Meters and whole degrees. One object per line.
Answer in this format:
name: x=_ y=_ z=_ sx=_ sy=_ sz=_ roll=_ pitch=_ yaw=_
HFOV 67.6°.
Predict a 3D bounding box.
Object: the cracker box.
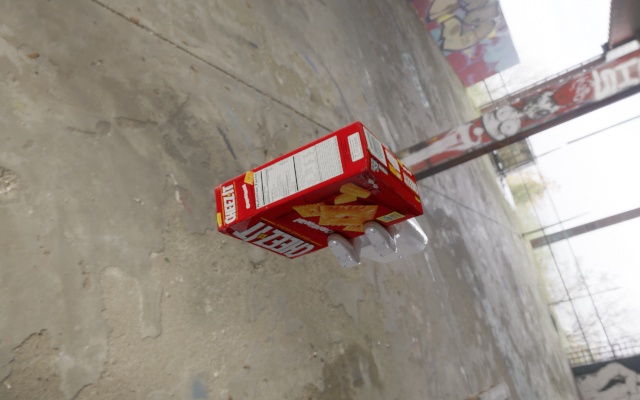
cracker box: x=0.000 y=0.002 z=0.612 sx=0.214 sy=0.072 sz=0.164 roll=-22 pitch=-30 yaw=25
